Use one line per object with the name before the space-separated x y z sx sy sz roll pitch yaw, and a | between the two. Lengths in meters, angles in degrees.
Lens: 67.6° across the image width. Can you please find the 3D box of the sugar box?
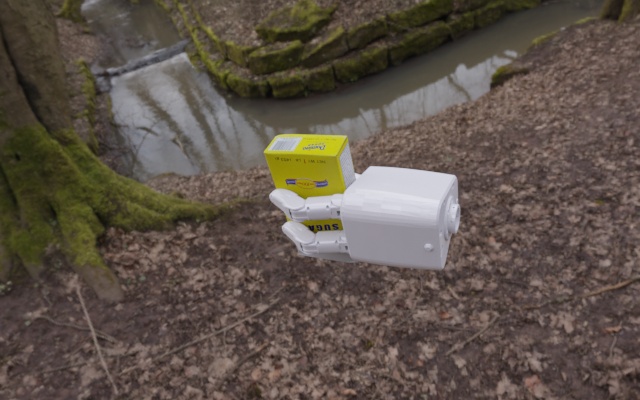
sugar box | 0.000 0.002 0.591 0.093 0.176 0.048 5 41 24
